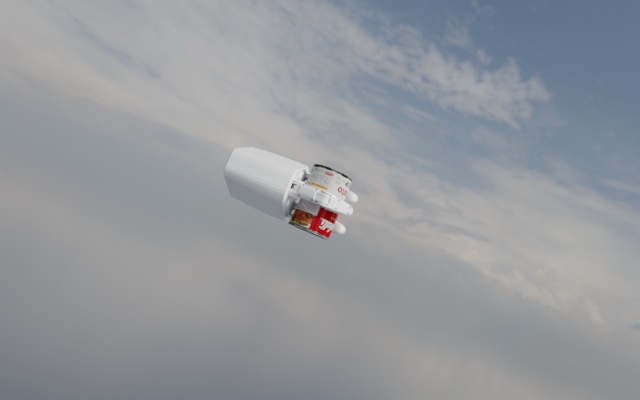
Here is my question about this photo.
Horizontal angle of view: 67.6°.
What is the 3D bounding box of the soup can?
[{"bbox_3d":[0.001,0.002,0.747,0.068,0.102,0.068,23,-6,2],"label":"soup can"}]
